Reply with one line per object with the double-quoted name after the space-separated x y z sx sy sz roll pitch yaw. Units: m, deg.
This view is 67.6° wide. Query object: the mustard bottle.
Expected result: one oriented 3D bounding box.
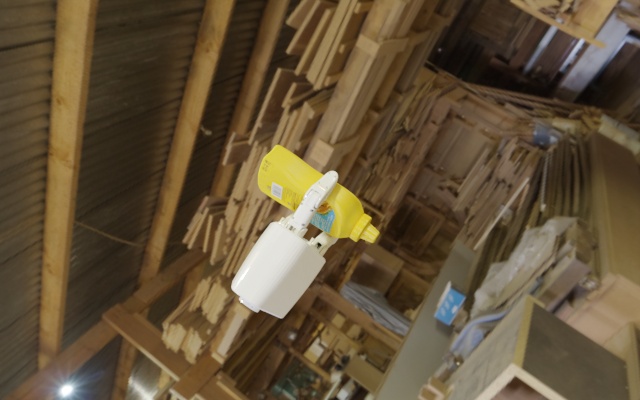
0.000 0.002 0.693 0.191 0.058 0.096 33 -32 11 "mustard bottle"
